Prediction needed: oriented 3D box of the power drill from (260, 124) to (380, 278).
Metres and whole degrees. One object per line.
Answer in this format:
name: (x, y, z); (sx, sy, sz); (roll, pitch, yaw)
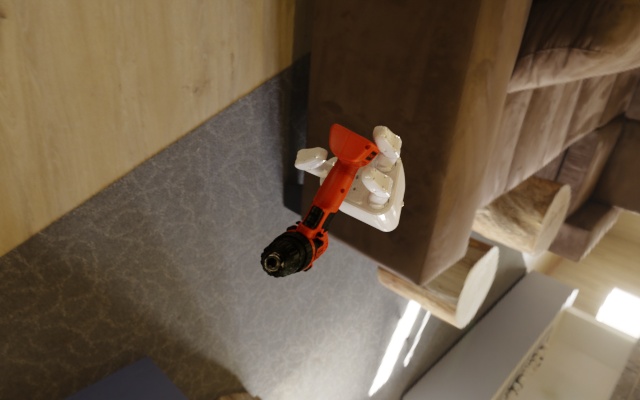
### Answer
power drill: (0.000, 0.002, 0.586); (0.057, 0.188, 0.184); (30, 9, 8)
